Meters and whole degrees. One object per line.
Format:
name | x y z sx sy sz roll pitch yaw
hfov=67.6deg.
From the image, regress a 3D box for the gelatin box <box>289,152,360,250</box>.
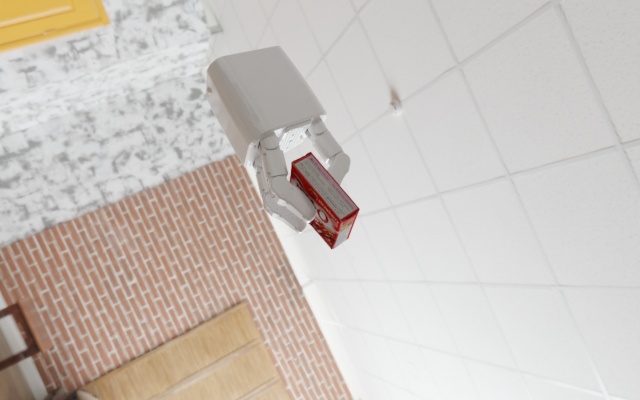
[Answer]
gelatin box | 0.001 0.002 0.530 0.030 0.089 0.073 -33 -20 -22
